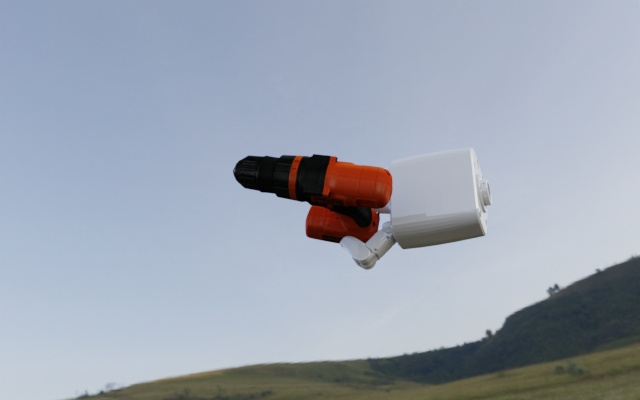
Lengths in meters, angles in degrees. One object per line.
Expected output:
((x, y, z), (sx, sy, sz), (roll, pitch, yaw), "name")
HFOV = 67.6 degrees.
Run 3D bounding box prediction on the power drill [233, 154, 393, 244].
((0.000, 0.002, 0.602), (0.184, 0.057, 0.188), (9, -18, 14), "power drill")
